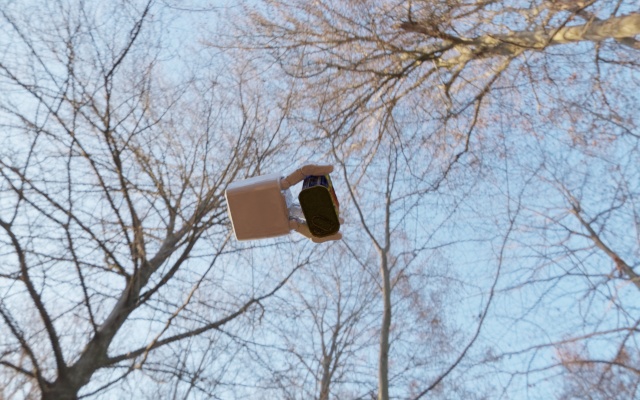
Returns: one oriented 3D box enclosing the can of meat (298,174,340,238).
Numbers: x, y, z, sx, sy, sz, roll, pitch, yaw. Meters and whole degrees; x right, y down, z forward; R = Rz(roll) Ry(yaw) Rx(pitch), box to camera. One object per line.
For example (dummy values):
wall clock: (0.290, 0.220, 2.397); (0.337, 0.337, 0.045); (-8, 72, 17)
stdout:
can of meat: (0.000, 0.003, 0.877); (0.057, 0.102, 0.084); (-14, 25, 10)
